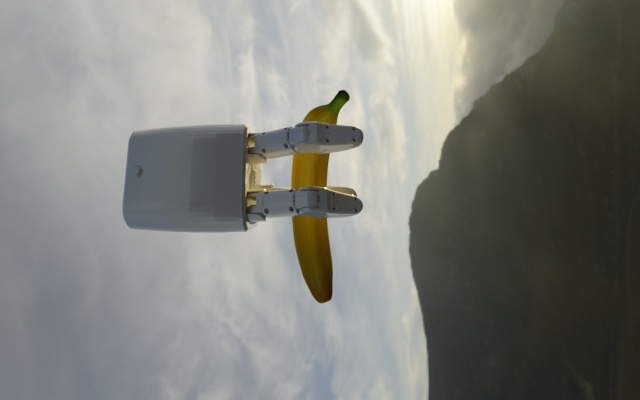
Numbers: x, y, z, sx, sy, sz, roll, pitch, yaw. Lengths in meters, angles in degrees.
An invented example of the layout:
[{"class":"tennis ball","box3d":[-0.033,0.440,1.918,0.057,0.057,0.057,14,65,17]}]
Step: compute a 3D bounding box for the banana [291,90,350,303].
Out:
[{"class":"banana","box3d":[-0.006,-0.004,0.461,0.037,0.198,0.069,1,6,-20]}]
